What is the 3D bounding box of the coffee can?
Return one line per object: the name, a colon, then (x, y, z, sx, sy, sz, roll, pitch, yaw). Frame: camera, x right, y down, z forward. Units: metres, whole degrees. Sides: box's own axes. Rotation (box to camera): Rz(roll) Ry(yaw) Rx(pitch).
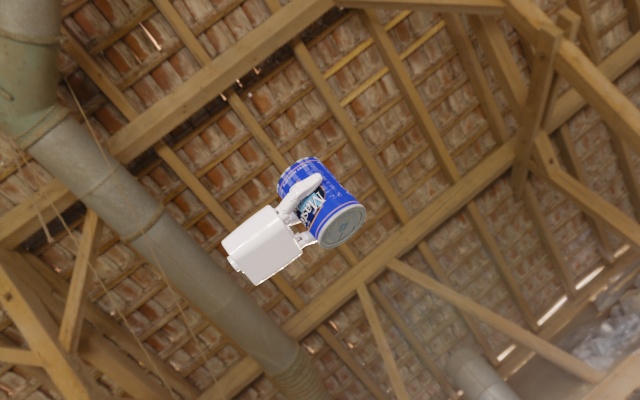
coffee can: (0.000, 0.003, 0.868, 0.103, 0.103, 0.140, 0, 41, -50)
